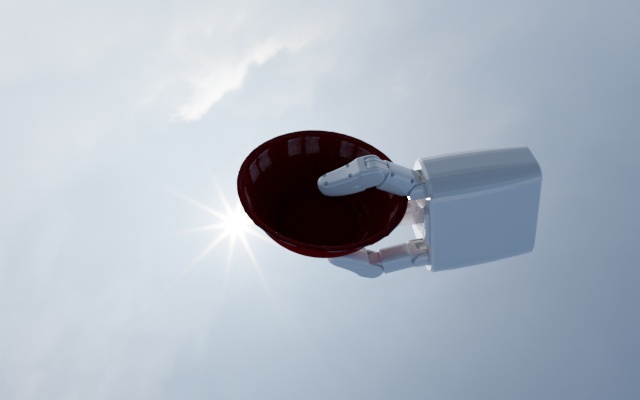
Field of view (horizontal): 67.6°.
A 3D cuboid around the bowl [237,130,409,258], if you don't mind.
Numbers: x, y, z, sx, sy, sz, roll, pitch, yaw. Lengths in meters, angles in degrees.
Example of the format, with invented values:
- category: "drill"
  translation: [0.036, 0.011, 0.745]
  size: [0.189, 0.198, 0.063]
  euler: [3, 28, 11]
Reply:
- category: "bowl"
  translation: [-0.001, 0.002, 0.467]
  size: [0.162, 0.162, 0.055]
  euler: [0, -44, -9]
